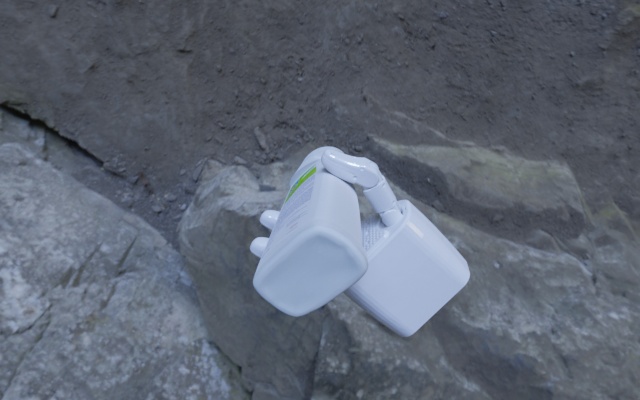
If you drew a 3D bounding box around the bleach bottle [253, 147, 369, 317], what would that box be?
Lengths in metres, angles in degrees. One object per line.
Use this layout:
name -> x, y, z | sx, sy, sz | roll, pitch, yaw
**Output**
bleach bottle -> 0.000, 0.002, 0.501 | 0.102, 0.068, 0.250 | -41, 19, 25
